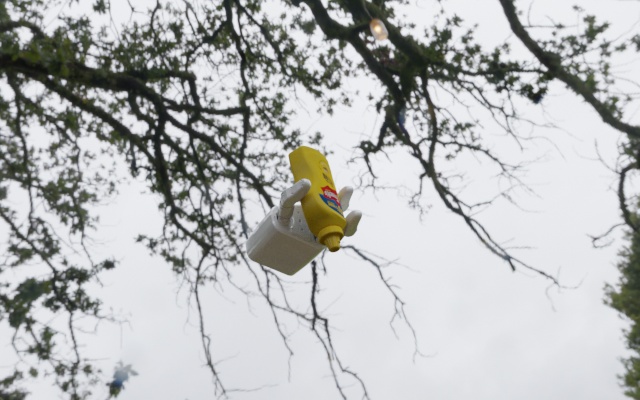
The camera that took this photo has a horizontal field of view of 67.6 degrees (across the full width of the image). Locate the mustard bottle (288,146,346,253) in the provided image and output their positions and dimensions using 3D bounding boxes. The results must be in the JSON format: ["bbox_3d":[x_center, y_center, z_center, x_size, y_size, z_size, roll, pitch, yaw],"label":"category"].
[{"bbox_3d":[0.000,0.002,0.801,0.058,0.191,0.096,-29,-37,18],"label":"mustard bottle"}]
